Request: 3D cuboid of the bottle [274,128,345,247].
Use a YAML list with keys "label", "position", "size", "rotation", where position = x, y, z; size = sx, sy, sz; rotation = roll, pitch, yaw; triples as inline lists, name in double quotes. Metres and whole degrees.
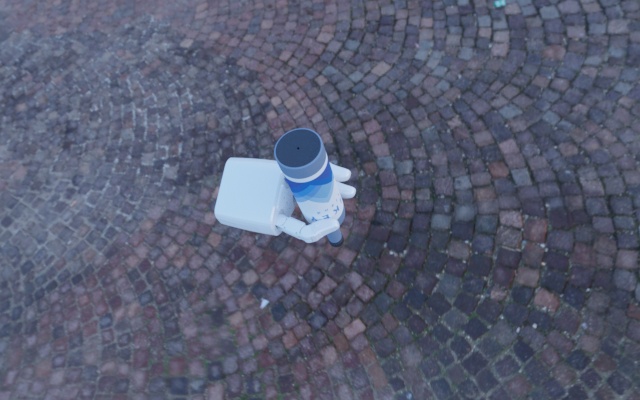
- label: "bottle"
  position: [0.000, 0.002, 0.755]
  size: [0.069, 0.069, 0.296]
  rotation: [0, -29, 13]
